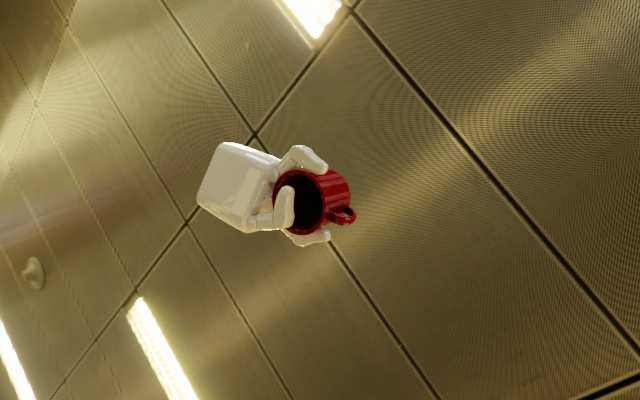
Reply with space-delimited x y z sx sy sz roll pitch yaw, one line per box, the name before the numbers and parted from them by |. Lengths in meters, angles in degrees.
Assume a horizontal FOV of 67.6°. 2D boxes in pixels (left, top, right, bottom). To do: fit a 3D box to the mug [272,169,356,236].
mug | 0.001 0.003 0.687 0.117 0.093 0.081 26 22 28
